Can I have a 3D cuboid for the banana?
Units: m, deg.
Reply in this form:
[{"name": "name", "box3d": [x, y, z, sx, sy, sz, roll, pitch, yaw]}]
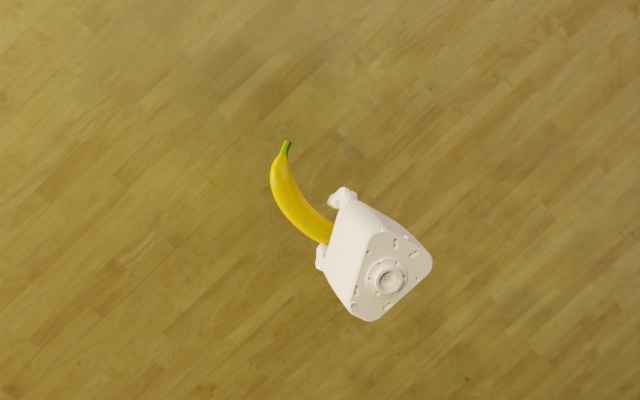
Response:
[{"name": "banana", "box3d": [-0.017, 0.011, 0.700, 0.069, 0.198, 0.037, -36, 20, -2]}]
